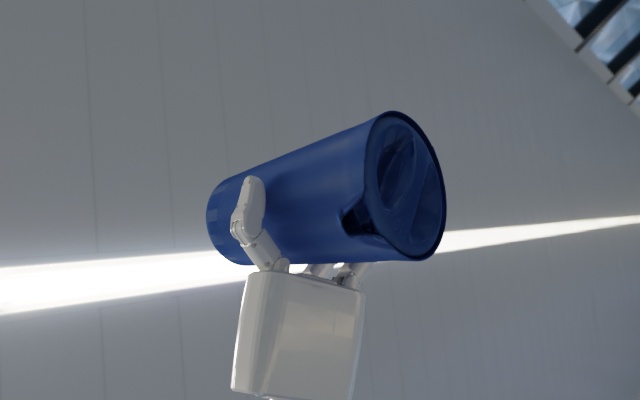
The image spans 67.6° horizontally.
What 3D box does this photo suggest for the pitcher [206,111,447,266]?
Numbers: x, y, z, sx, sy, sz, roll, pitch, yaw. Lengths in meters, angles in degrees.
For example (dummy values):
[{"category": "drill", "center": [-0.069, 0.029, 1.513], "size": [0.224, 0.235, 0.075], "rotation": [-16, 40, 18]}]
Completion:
[{"category": "pitcher", "center": [0.000, 0.002, 0.497], "size": [0.243, 0.145, 0.149], "rotation": [-12, -29, 41]}]
